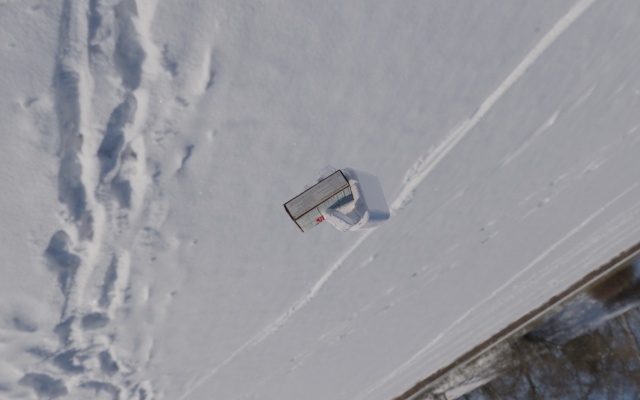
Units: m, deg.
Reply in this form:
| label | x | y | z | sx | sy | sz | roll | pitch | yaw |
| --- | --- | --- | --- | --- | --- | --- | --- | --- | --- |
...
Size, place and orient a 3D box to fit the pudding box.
| label | x | y | z | sx | sy | sz | roll | pitch | yaw |
| --- | --- | --- | --- | --- | --- | --- | --- | --- | --- |
| pudding box | 0.000 | 0.003 | 0.810 | 0.113 | 0.039 | 0.090 | -34 | -19 | -2 |
